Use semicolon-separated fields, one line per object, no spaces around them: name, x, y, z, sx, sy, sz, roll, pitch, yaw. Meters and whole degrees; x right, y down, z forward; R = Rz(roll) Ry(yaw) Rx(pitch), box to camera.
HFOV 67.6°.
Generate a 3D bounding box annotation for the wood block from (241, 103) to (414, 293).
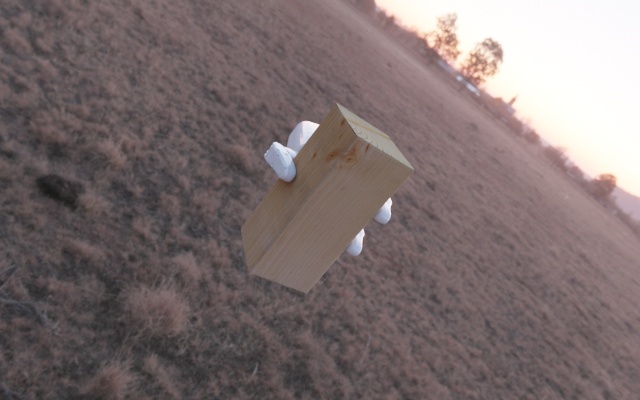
wood block;0.000;0.001;0.575;0.091;0.206;0.090;27;23;-30
